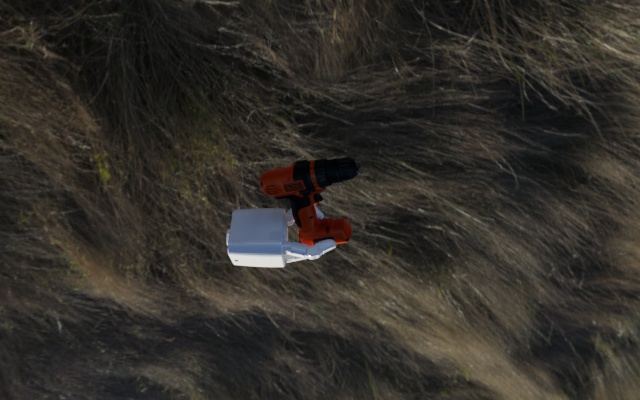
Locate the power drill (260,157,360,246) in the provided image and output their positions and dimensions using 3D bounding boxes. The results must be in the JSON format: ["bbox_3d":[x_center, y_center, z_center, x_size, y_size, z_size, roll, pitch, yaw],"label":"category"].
[{"bbox_3d":[0.000,0.003,0.898,0.184,0.188,0.057,-8,40,17],"label":"power drill"}]
